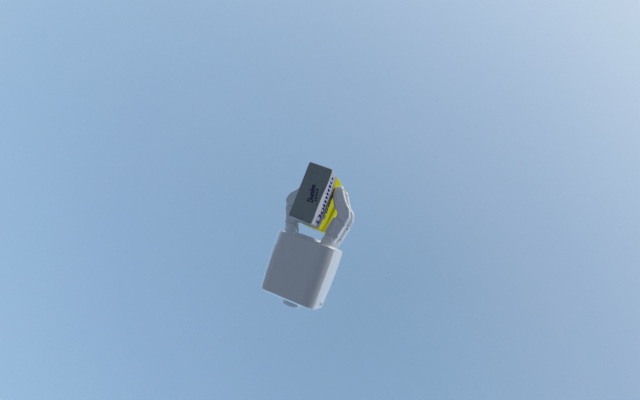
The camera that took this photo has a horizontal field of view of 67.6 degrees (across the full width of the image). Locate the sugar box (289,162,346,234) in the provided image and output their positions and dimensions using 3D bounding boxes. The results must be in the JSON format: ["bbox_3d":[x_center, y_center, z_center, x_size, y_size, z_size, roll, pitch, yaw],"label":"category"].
[{"bbox_3d":[0.001,0.003,0.813,0.048,0.093,0.176,20,-5,11],"label":"sugar box"}]
